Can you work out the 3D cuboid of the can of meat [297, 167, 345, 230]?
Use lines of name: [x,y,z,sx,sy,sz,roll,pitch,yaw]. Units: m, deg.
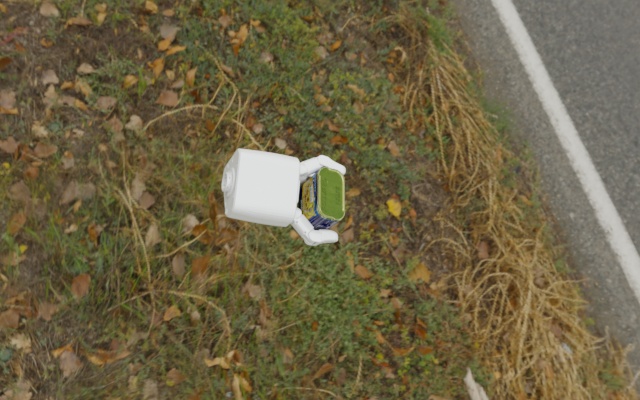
can of meat: [0.000,0.003,0.833,0.057,0.102,0.084,12,-28,-24]
